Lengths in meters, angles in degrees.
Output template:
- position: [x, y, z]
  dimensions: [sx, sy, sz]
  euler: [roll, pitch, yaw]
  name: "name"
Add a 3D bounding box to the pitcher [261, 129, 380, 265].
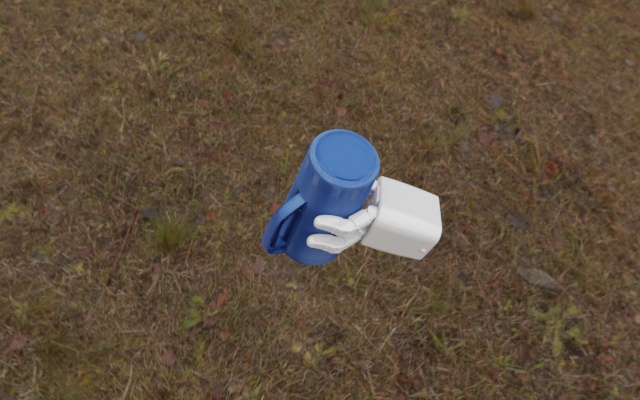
- position: [0.000, 0.003, 0.778]
  dimensions: [0.145, 0.149, 0.243]
  euler: [18, -35, -4]
  name: "pitcher"
